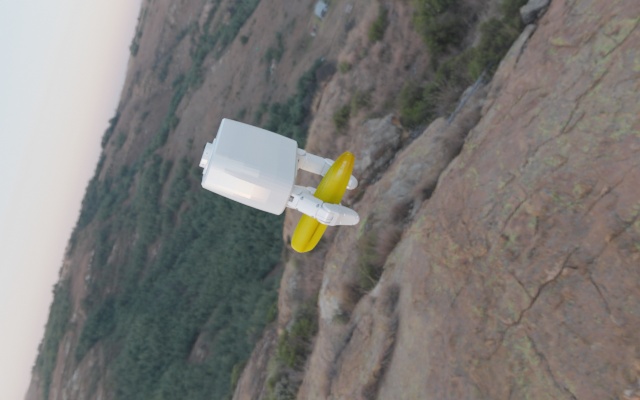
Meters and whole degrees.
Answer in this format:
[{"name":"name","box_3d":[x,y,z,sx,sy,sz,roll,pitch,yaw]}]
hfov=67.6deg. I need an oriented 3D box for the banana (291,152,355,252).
[{"name":"banana","box_3d":[-0.004,0.017,0.662,0.037,0.069,0.198,22,-45,-7]}]
